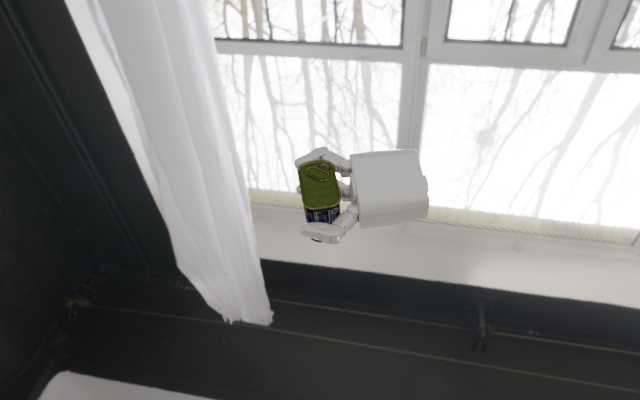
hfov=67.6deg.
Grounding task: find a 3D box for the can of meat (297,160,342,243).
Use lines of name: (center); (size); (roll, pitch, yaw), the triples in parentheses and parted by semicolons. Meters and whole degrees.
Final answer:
can of meat: (0.000, 0.003, 0.738); (0.057, 0.102, 0.084); (-9, -44, -3)
